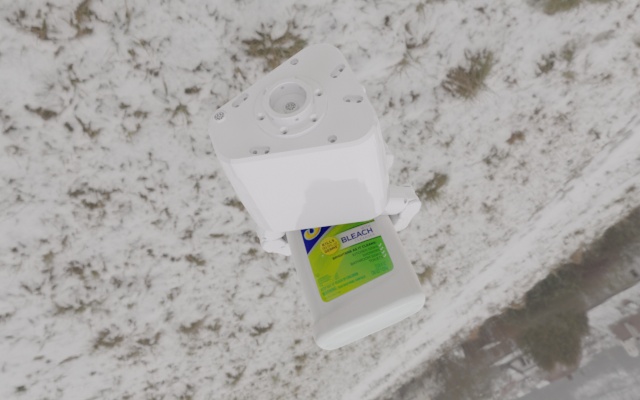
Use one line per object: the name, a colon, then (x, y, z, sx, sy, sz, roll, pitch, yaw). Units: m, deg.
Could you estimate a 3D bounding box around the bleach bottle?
bleach bottle: (0.000, 0.001, 0.452, 0.102, 0.250, 0.068, -24, -28, -1)
